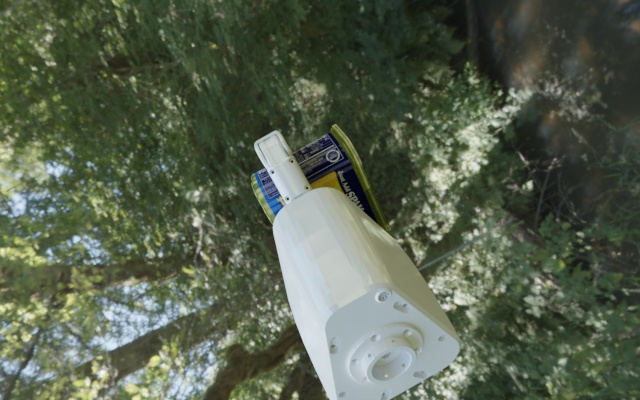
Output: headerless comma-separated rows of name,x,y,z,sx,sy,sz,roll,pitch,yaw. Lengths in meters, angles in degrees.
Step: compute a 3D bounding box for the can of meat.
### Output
can of meat,0.000,0.001,0.404,0.084,0.102,0.057,-29,38,-1
